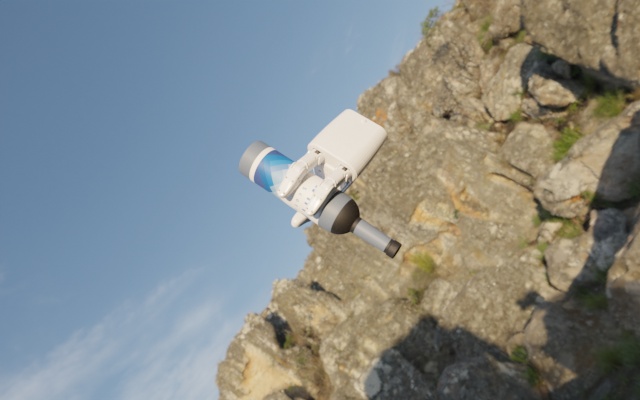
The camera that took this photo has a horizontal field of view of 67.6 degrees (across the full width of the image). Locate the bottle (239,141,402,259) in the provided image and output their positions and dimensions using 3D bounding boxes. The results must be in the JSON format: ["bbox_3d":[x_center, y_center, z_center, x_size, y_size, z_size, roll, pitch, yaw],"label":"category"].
[{"bbox_3d":[0.000,0.002,0.779,0.295,0.069,0.069,33,10,16],"label":"bottle"}]
